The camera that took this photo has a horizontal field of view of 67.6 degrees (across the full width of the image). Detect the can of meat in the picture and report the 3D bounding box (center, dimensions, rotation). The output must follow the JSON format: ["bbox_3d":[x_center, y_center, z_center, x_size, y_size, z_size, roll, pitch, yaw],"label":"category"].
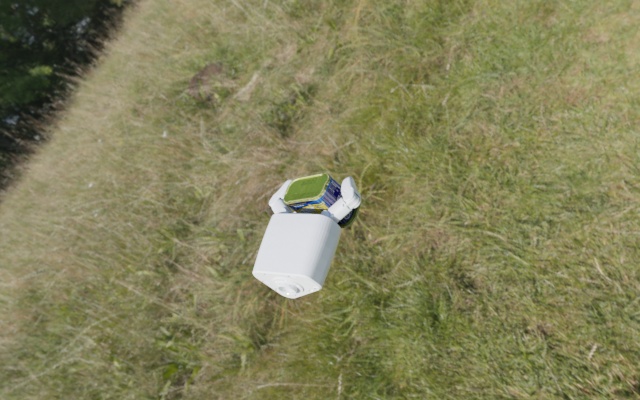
[{"bbox_3d":[0.000,0.002,0.793,0.102,0.057,0.084,-9,-40,44],"label":"can of meat"}]
